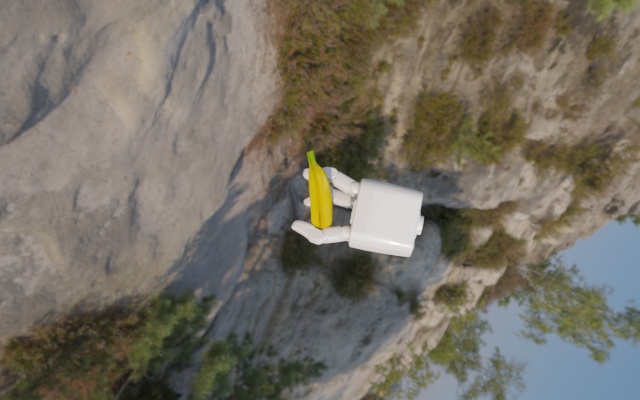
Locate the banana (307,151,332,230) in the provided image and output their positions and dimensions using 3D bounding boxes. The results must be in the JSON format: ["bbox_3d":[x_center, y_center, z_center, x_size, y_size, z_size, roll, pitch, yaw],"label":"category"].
[{"bbox_3d":[0.001,0.013,0.814,0.037,0.198,0.069,-3,42,-1],"label":"banana"}]
